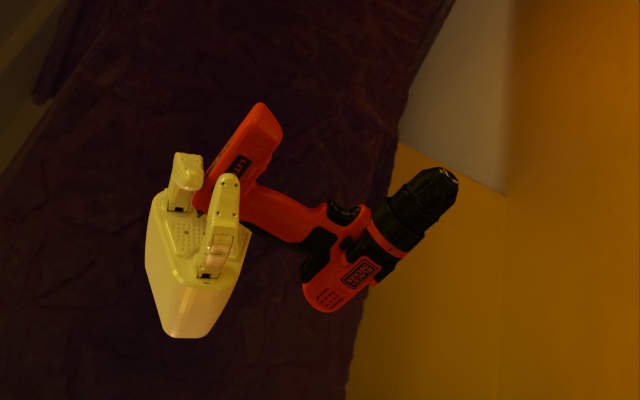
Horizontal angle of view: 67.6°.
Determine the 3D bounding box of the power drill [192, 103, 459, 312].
[{"bbox_3d":[0.000,0.001,0.418,0.188,0.184,0.057,36,24,-16],"label":"power drill"}]
